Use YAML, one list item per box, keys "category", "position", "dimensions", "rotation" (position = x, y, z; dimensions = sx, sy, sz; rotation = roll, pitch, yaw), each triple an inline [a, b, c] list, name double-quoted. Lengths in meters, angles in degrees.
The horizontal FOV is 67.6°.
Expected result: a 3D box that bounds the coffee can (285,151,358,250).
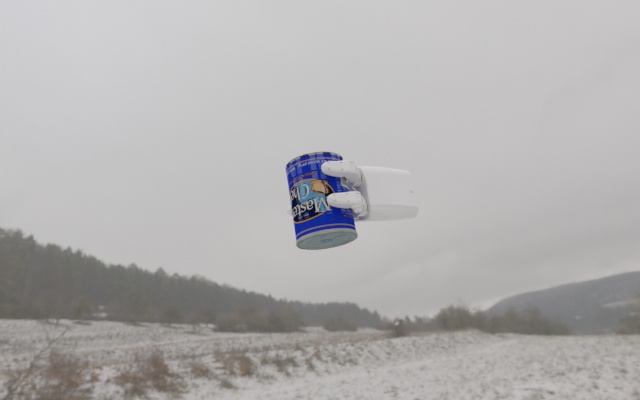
- category: "coffee can"
  position: [0.000, 0.003, 0.806]
  dimensions: [0.103, 0.140, 0.103]
  rotation: [-9, -19, -3]
